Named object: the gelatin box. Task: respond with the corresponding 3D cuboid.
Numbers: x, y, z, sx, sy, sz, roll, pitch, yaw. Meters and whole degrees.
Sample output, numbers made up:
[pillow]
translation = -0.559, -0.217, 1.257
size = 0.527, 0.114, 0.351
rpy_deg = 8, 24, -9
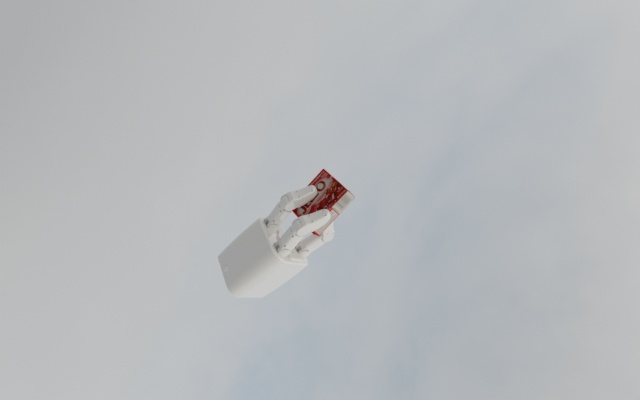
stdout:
[gelatin box]
translation = 0.001, 0.002, 0.775
size = 0.073, 0.089, 0.030
rpy_deg = 44, 1, 42
